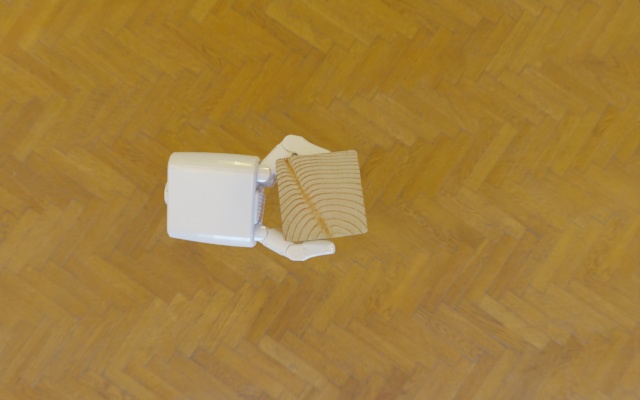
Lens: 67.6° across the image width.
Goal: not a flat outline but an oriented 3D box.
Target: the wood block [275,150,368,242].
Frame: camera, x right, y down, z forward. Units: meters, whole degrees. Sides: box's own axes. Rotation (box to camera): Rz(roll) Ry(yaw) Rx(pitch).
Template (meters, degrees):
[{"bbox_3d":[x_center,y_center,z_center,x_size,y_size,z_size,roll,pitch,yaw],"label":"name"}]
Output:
[{"bbox_3d":[0.000,0.002,0.600,0.090,0.091,0.206,-7,-3,-1],"label":"wood block"}]
